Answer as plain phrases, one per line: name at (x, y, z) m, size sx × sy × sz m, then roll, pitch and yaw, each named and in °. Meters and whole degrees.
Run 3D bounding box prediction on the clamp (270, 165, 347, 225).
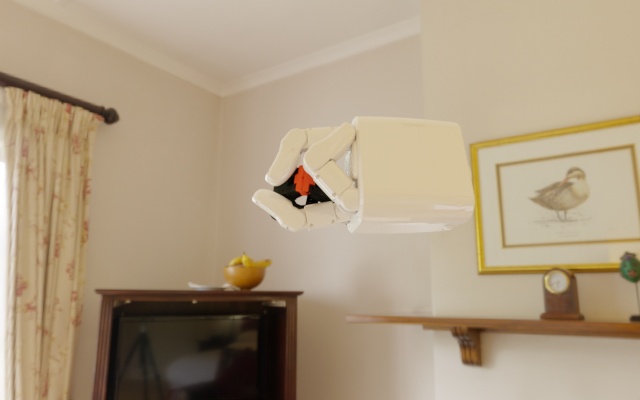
clamp at (0.000, 0.001, 0.543) m, size 0.120 × 0.039 × 0.171 m, roll 1°, pitch -12°, yaw -4°
